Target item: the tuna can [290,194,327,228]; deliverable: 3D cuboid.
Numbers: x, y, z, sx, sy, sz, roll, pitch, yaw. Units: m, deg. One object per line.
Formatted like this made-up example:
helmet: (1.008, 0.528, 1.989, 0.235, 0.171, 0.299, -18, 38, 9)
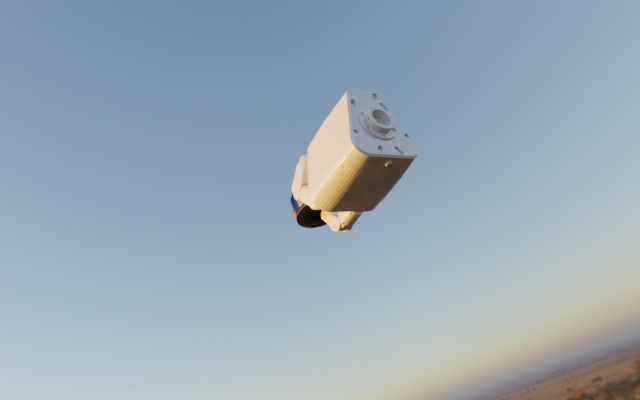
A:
tuna can: (0.000, 0.002, 0.692, 0.086, 0.033, 0.086, -18, -30, -11)
